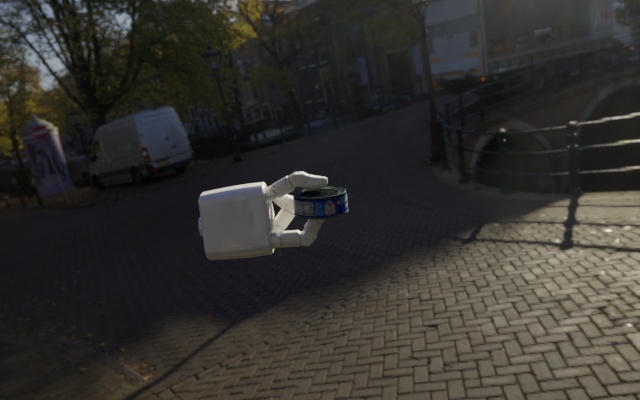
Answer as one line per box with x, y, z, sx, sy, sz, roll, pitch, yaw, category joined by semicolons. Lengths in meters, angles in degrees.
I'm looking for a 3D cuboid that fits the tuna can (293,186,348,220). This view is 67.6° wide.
0.000;0.002;0.748;0.086;0.034;0.086;-4;13;1;tuna can
